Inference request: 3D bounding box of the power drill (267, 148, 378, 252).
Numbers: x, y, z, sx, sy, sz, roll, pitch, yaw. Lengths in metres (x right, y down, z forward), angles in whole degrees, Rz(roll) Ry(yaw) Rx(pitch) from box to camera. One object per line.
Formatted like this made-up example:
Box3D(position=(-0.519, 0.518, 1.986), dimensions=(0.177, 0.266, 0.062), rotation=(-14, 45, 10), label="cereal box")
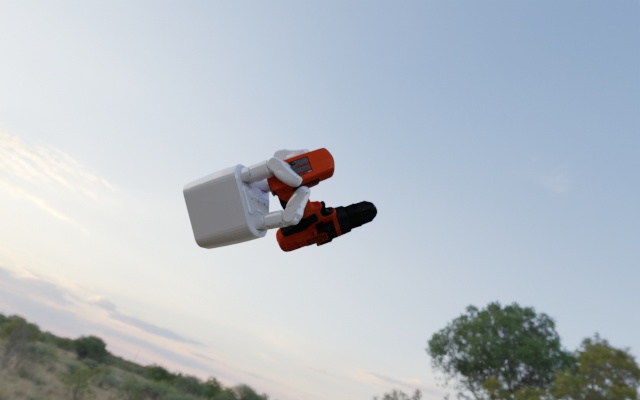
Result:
Box3D(position=(0.000, 0.002, 0.785), dimensions=(0.184, 0.057, 0.188), rotation=(-20, -41, -4), label="power drill")
